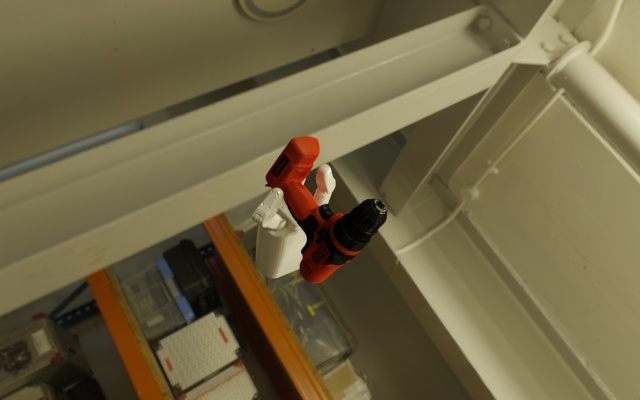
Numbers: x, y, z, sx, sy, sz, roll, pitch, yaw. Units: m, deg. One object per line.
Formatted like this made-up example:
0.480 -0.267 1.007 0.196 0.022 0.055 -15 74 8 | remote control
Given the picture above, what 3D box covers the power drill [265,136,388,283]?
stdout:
0.000 0.002 0.680 0.057 0.187 0.184 -3 -32 -42 | power drill
